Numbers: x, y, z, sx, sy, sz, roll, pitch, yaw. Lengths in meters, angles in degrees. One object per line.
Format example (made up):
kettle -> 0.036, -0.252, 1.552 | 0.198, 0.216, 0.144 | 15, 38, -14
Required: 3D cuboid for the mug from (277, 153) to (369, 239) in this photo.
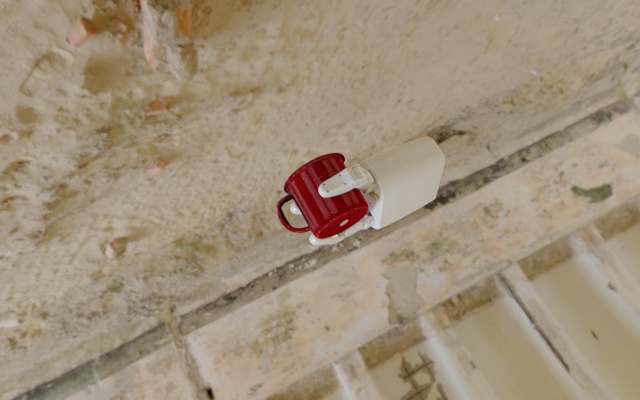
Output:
mug -> -0.001, 0.003, 0.626 | 0.117, 0.081, 0.093 | -25, -19, -13
